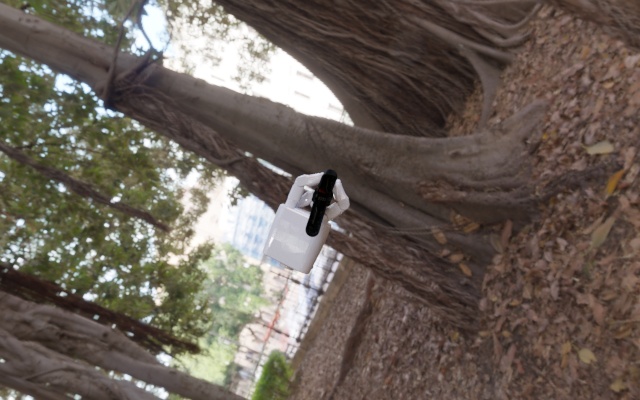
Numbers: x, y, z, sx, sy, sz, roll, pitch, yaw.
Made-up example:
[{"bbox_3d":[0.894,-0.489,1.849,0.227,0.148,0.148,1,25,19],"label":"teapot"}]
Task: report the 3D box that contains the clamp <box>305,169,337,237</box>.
[{"bbox_3d":[0.000,0.003,0.878,0.039,0.120,0.171,24,2,1],"label":"clamp"}]
